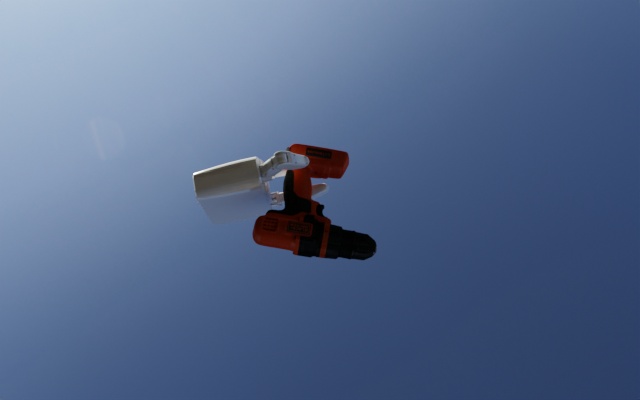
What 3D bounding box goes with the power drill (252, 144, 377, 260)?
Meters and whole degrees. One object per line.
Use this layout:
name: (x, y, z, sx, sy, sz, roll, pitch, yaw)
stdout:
power drill: (0.000, 0.002, 0.745, 0.184, 0.187, 0.057, 10, -37, -2)
